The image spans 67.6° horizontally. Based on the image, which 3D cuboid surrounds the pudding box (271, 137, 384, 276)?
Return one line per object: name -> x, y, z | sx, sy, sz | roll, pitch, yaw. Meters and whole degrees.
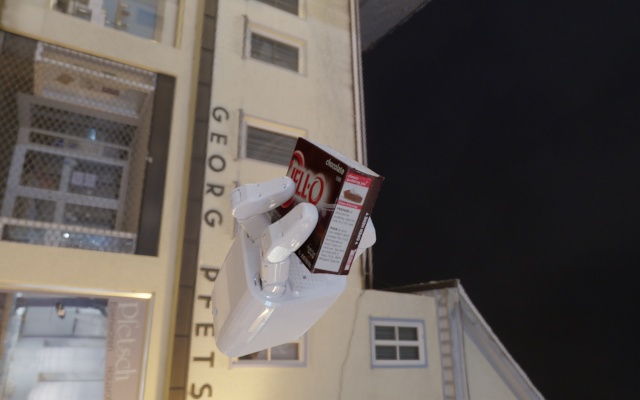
pudding box -> 0.000, 0.001, 0.414 | 0.039, 0.090, 0.113 | 12, 13, -29
